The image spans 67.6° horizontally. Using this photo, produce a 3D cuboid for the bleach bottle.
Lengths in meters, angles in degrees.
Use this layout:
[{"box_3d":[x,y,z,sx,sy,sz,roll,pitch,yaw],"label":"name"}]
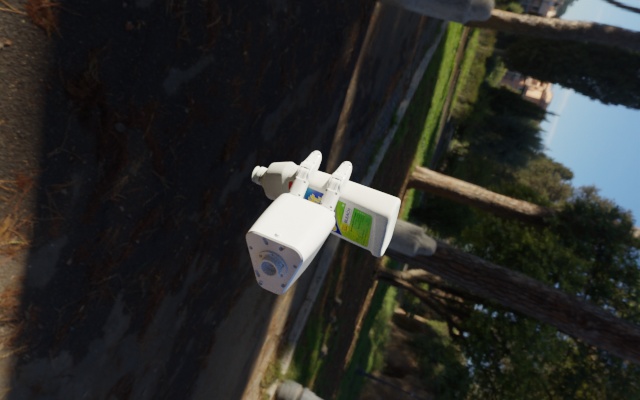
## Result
[{"box_3d":[0.000,0.003,0.796,0.251,0.103,0.068,20,38,16],"label":"bleach bottle"}]
